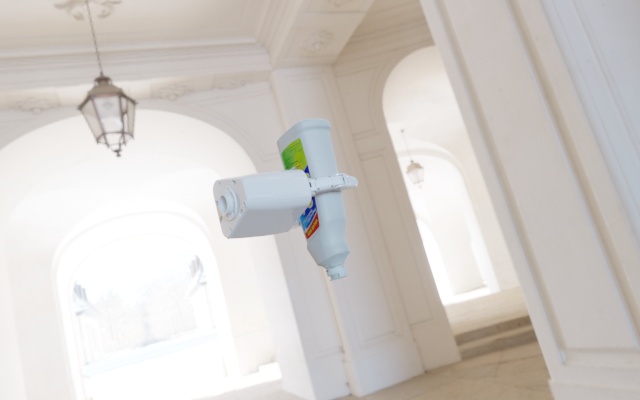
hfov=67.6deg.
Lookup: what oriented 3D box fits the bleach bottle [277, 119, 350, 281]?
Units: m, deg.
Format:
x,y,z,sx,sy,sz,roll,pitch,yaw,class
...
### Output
x,y,z,sx,sy,sz,roll,pitch,yaw,class
0.000,0.003,0.773,0.068,0.250,0.102,-7,-14,-37,bleach bottle
